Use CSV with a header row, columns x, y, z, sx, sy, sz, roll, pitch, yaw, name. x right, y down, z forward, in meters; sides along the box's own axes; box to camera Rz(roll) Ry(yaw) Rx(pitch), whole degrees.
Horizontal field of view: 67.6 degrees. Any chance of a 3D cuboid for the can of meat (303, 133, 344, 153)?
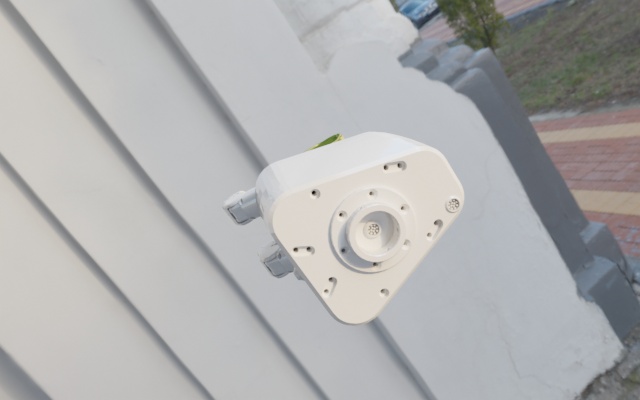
x,y,z,sx,sy,sz,roll,pitch,yaw,name
0.000,0.001,0.423,0.102,0.084,0.057,-34,14,2,can of meat
